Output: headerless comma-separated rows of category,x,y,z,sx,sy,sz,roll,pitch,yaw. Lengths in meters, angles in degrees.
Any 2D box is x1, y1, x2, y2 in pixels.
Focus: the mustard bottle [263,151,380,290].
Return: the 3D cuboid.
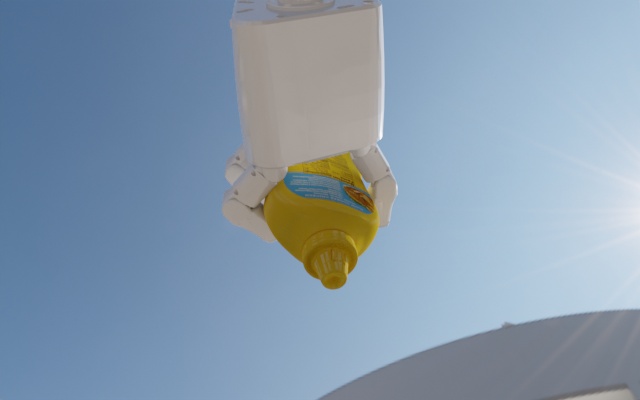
mustard bottle,0.000,0.001,0.408,0.096,0.058,0.191,16,31,-17
